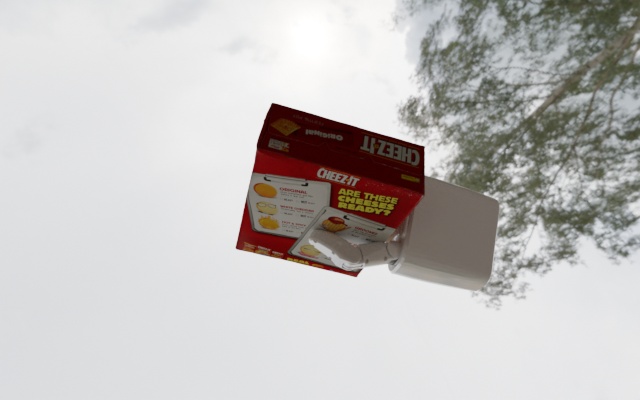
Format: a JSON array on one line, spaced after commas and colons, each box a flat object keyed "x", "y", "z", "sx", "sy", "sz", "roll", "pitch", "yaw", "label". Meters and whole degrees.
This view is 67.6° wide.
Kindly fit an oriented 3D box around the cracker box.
[{"x": 0.000, "y": 0.002, "z": 0.539, "sx": 0.164, "sy": 0.072, "sz": 0.214, "roll": 15, "pitch": -34, "yaw": -7, "label": "cracker box"}]
